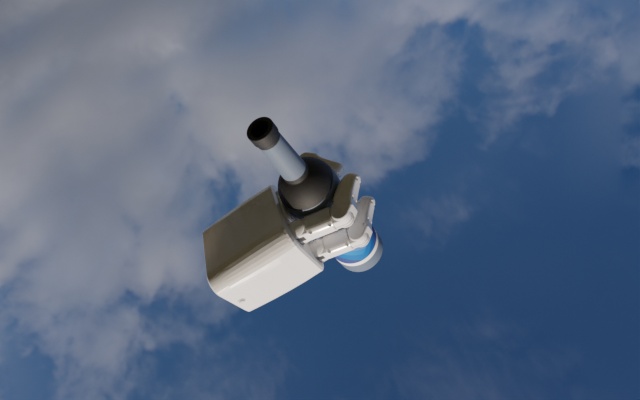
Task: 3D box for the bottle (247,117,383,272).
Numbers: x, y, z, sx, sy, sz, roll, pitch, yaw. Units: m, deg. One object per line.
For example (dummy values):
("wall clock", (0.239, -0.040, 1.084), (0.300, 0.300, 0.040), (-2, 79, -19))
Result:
("bottle", (0.000, 0.002, 0.553), (0.069, 0.069, 0.296), (0, -27, 25))
